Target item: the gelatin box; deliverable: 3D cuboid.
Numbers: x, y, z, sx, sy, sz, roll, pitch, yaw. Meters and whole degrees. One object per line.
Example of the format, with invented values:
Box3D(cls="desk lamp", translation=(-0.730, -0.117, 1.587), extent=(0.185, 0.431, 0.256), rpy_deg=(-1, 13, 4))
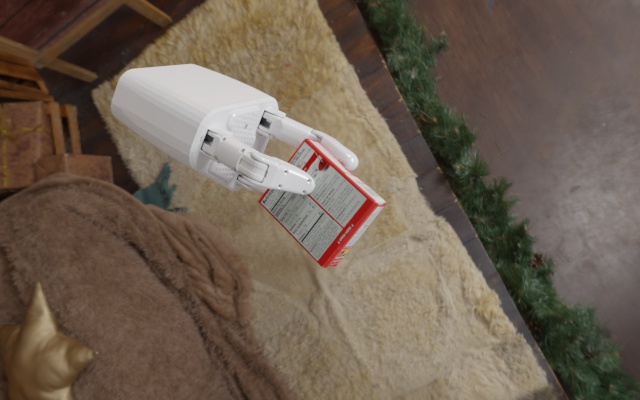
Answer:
Box3D(cls="gelatin box", translation=(0.000, 0.002, 0.411), extent=(0.089, 0.073, 0.030), rpy_deg=(44, 17, 22))
